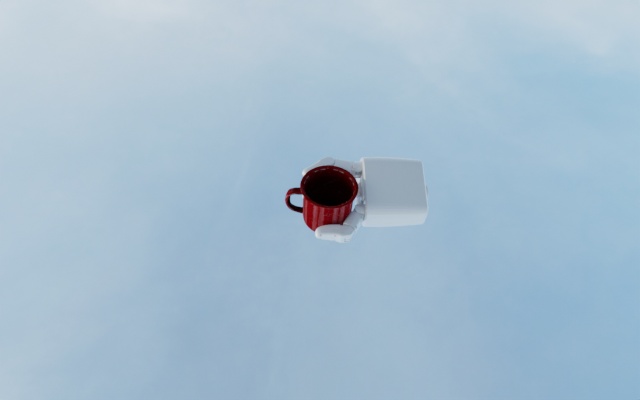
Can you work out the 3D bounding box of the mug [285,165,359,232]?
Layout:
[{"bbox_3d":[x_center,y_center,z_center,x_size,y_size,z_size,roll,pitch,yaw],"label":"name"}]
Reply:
[{"bbox_3d":[-0.001,0.003,0.787,0.117,0.093,0.082,1,-40,-3],"label":"mug"}]
